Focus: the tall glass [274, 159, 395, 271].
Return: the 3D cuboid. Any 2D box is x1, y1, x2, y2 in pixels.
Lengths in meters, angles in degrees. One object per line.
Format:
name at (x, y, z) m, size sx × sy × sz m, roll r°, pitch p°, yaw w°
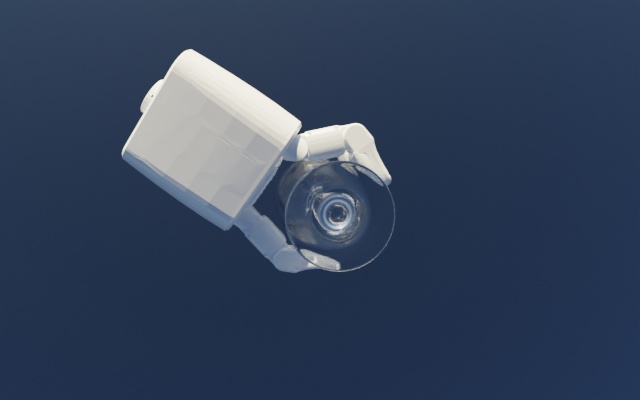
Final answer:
tall glass at (0.000, 0.002, 0.413) m, size 0.079 × 0.079 × 0.201 m, roll 0°, pitch 5°, yaw -8°
